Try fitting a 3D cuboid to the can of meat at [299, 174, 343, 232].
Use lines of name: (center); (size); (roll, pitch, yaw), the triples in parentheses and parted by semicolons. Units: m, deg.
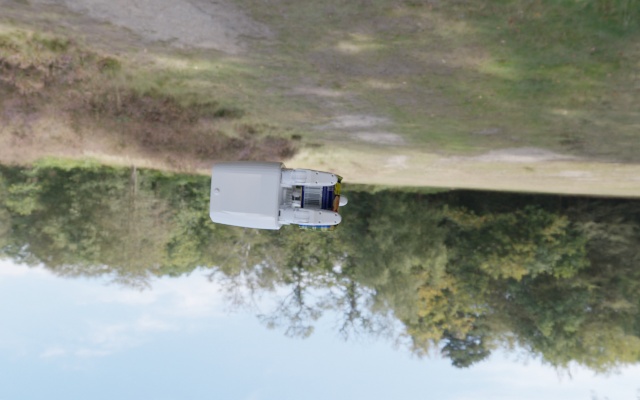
can of meat: (0.000, 0.003, 0.729); (0.057, 0.084, 0.102); (4, 0, 9)
